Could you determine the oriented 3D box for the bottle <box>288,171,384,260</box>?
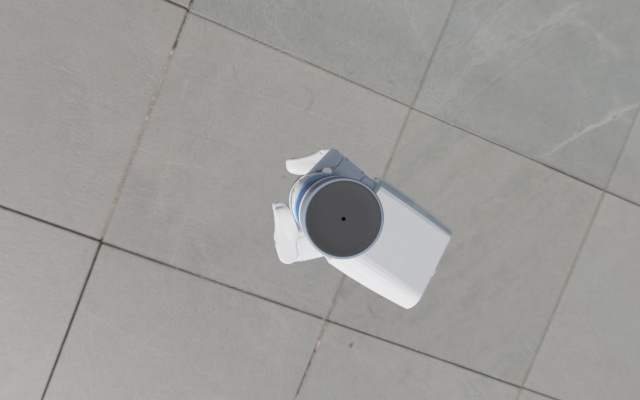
[{"bbox_3d":[0.000,0.002,0.525,0.069,0.069,0.295,0,5,-7],"label":"bottle"}]
